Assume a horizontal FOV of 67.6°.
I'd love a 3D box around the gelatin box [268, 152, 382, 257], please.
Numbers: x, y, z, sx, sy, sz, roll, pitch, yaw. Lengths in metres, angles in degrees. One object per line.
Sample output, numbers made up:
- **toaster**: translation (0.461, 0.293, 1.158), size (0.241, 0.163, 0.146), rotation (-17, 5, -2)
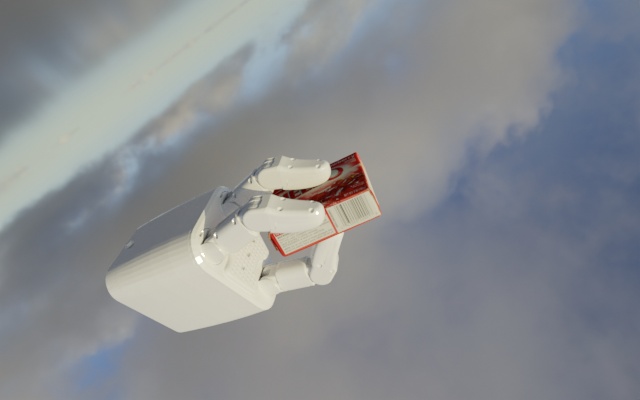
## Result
- **gelatin box**: translation (0.001, 0.002, 0.401), size (0.089, 0.030, 0.073), rotation (-24, 27, 8)
